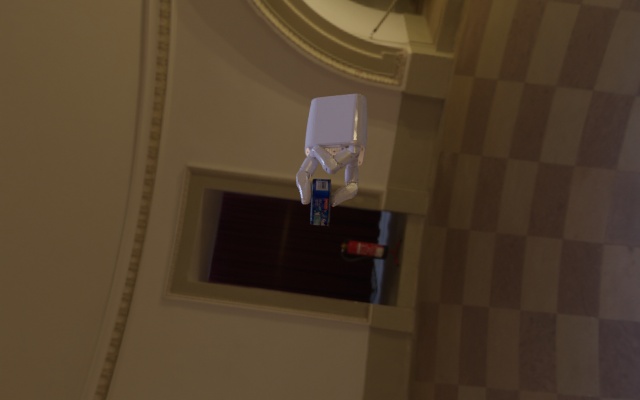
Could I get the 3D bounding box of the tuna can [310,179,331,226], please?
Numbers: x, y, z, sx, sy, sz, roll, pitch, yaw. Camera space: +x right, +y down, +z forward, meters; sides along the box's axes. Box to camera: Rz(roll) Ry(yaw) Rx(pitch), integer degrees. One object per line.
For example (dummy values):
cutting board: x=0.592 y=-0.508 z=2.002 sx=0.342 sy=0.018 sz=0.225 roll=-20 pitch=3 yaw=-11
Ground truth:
tuna can: x=0.000 y=0.003 z=0.868 sx=0.034 sy=0.086 sz=0.086 roll=3 pitch=0 yaw=-2
